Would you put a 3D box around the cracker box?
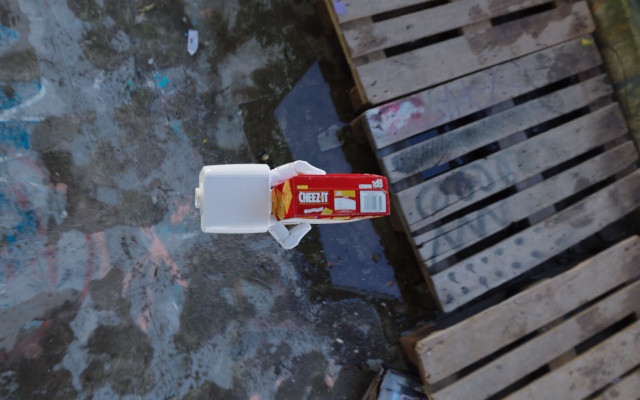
[{"bbox_3d":[0.000,0.003,0.841,0.164,0.072,0.214,-1,-6,-19],"label":"cracker box"}]
